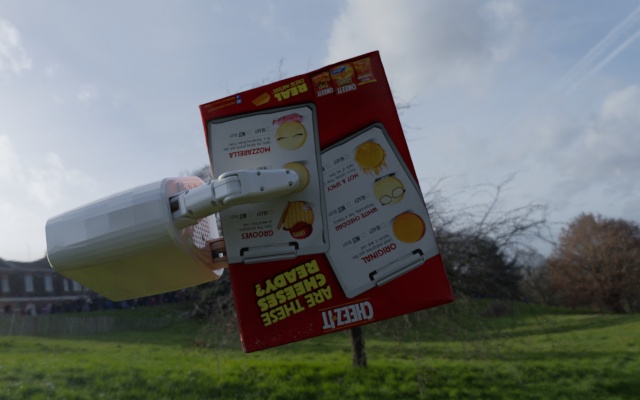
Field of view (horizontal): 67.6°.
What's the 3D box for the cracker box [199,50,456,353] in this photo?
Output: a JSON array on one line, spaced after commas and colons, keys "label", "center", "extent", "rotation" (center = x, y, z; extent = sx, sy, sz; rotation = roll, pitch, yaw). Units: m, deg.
[{"label": "cracker box", "center": [0.000, 0.001, 0.407], "extent": [0.164, 0.213, 0.072], "rotation": [-16, -14, 6]}]
